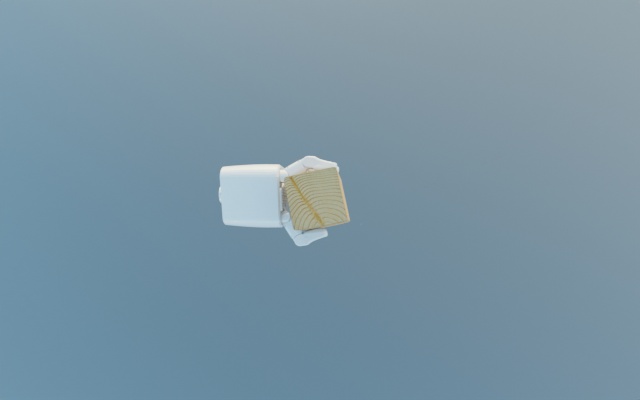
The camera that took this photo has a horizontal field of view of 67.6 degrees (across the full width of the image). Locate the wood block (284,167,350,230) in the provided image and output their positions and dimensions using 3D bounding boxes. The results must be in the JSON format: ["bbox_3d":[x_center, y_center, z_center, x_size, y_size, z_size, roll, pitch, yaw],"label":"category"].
[{"bbox_3d":[0.000,0.003,0.865,0.090,0.091,0.206,-11,-4,4],"label":"wood block"}]
